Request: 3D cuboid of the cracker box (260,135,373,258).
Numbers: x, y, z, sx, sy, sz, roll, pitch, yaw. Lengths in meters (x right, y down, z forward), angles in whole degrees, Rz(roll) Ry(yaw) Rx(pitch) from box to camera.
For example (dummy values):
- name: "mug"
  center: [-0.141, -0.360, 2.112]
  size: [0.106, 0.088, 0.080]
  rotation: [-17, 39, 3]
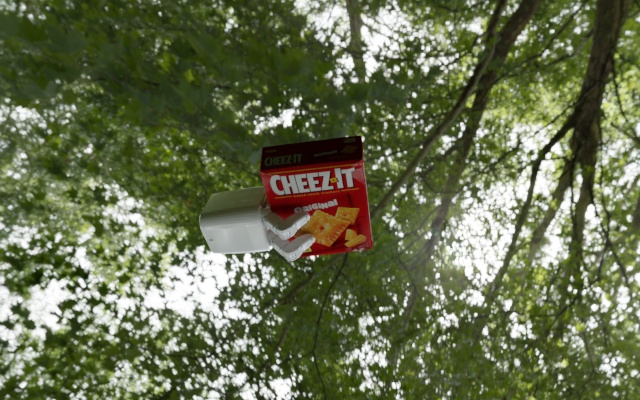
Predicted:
- name: "cracker box"
  center: [0.000, 0.003, 0.816]
  size: [0.164, 0.214, 0.072]
  rotation: [-7, 43, 5]
